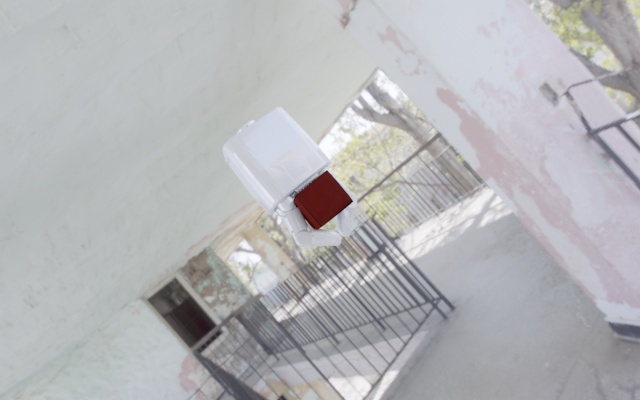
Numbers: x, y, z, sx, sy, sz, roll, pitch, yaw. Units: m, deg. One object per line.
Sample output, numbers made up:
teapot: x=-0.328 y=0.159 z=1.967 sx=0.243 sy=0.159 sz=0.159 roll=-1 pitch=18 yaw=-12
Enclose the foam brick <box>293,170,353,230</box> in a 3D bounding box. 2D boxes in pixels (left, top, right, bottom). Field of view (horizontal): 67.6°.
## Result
foam brick: x=0.000 y=0.002 z=0.611 sx=0.053 sy=0.051 sz=0.078 roll=-39 pitch=-1 yaw=-11
